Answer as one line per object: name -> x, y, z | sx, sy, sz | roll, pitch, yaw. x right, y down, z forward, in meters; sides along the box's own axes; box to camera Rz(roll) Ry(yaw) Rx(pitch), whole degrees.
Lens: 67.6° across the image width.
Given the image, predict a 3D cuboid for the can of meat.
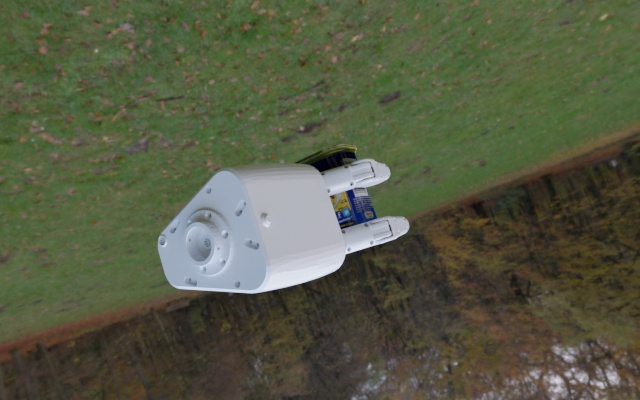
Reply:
can of meat -> 0.000, 0.002, 0.483 | 0.102, 0.084, 0.057 | -22, -9, 27
